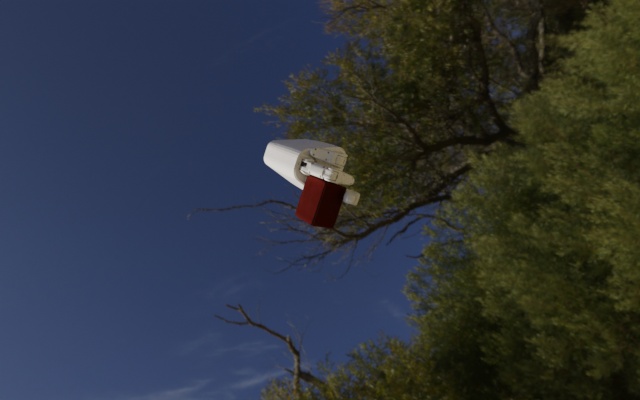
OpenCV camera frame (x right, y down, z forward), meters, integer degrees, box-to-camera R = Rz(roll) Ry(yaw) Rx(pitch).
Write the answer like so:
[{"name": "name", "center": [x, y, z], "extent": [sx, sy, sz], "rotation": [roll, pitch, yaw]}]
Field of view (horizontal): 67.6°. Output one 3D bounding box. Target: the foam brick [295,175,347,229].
[{"name": "foam brick", "center": [0.000, 0.003, 0.821], "extent": [0.053, 0.078, 0.051], "rotation": [14, 7, -44]}]
